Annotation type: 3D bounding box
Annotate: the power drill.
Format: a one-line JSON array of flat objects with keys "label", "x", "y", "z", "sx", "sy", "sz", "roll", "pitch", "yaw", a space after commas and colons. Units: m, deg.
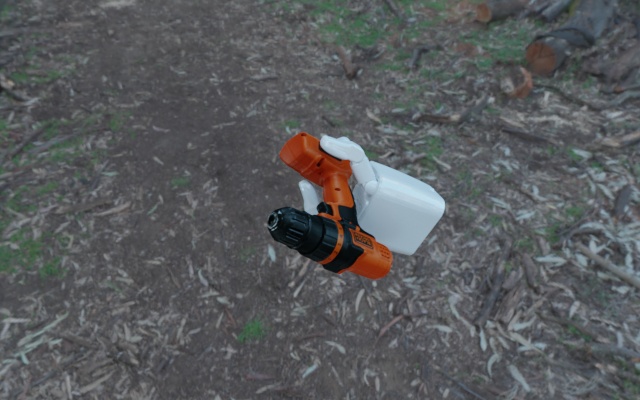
[{"label": "power drill", "x": 0.000, "y": 0.002, "z": 0.596, "sx": 0.057, "sy": 0.187, "sz": 0.184, "roll": -39, "pitch": -45, "yaw": 27}]
